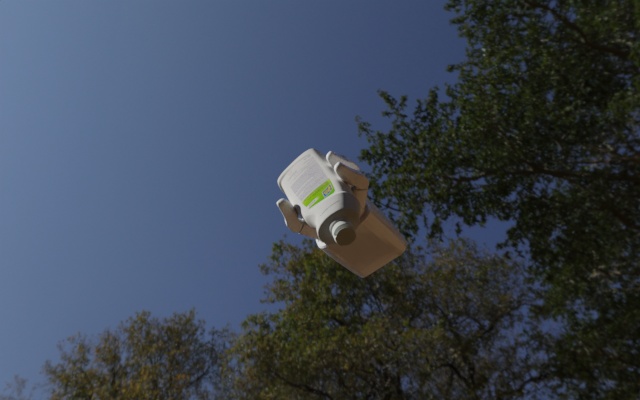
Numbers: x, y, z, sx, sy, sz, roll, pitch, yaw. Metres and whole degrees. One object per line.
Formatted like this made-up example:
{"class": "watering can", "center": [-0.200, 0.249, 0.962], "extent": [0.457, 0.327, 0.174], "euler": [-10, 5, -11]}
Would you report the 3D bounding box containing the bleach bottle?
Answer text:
{"class": "bleach bottle", "center": [0.000, 0.002, 0.748], "extent": [0.068, 0.102, 0.250], "euler": [41, 10, -27]}
